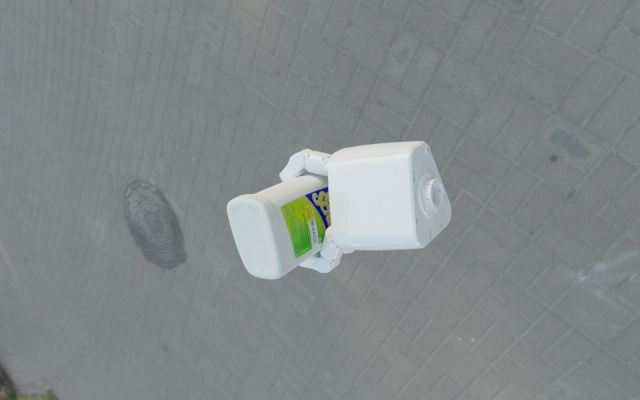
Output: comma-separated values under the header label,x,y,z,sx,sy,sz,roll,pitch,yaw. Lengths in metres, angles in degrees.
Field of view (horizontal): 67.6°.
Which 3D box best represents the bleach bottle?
label,x,y,z,sx,sy,sz,roll,pitch,yaw
bleach bottle,0.000,0.002,0.613,0.068,0.102,0.250,-1,20,39
